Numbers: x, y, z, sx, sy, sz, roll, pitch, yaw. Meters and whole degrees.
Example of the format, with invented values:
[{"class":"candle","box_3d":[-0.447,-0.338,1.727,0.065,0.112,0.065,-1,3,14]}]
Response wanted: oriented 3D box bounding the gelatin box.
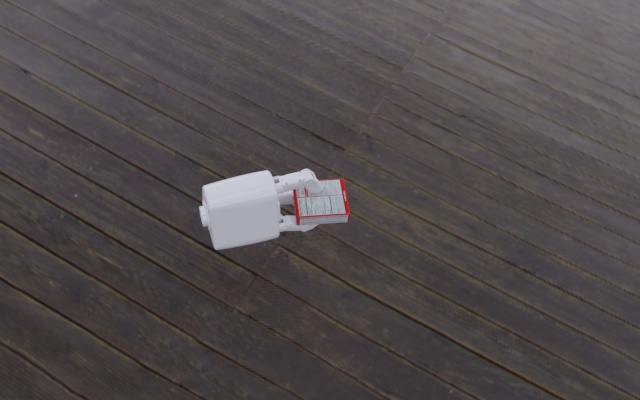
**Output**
[{"class":"gelatin box","box_3d":[0.000,0.002,0.801,0.089,0.073,0.030,-4,-34,-7]}]
